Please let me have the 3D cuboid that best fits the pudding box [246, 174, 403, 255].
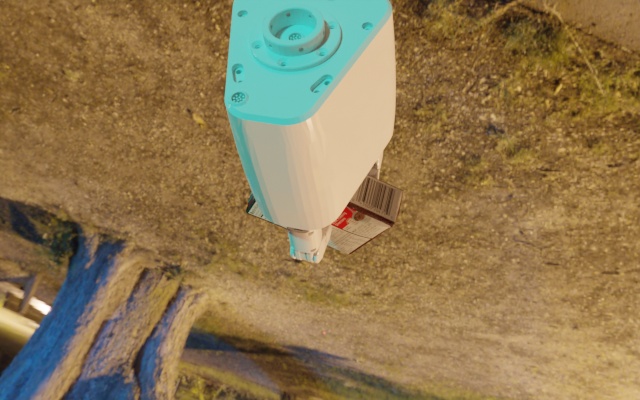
[{"bbox_3d":[0.000,0.001,0.417,0.113,0.039,0.090,25,-29,-12],"label":"pudding box"}]
